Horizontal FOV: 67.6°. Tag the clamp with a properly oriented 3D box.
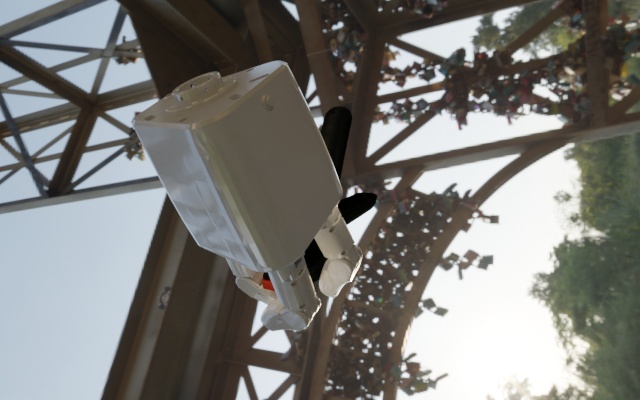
[{"bbox_3d":[0.000,0.002,0.413,0.039,0.120,0.171,-1,36,33],"label":"clamp"}]
